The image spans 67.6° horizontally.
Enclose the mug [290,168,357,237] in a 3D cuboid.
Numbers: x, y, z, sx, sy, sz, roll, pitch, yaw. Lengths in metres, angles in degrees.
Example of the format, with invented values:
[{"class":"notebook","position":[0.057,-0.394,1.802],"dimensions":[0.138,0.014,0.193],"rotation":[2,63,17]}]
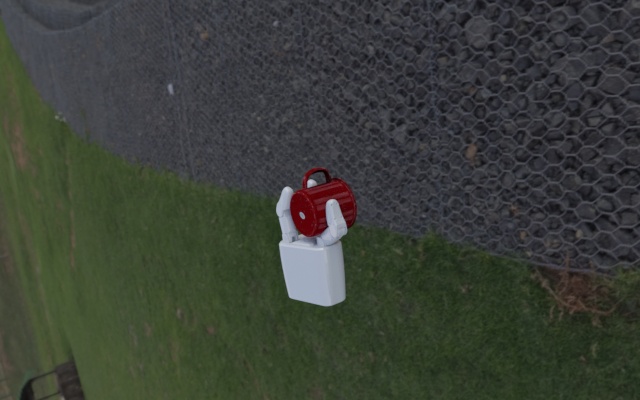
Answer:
[{"class":"mug","position":[0.000,0.001,0.810],"dimensions":[0.081,0.117,0.093],"rotation":[-16,13,-33]}]
